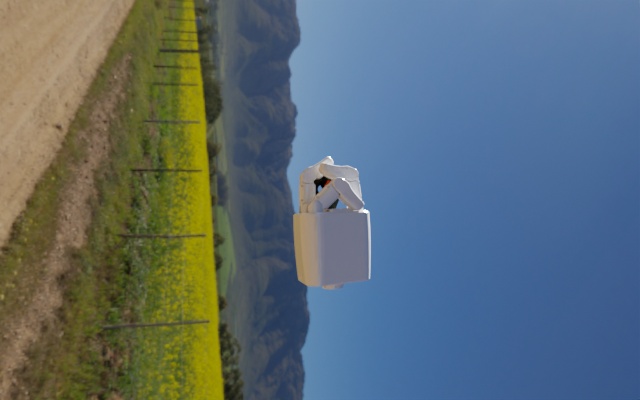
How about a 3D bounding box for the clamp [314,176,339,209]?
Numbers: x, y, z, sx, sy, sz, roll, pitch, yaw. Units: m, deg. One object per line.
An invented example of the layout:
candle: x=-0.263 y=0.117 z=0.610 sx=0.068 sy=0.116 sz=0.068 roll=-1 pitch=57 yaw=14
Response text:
clamp: x=0.001 y=0.003 z=0.809 sx=0.039 sy=0.120 sz=0.171 roll=-2 pitch=-2 yaw=-13
